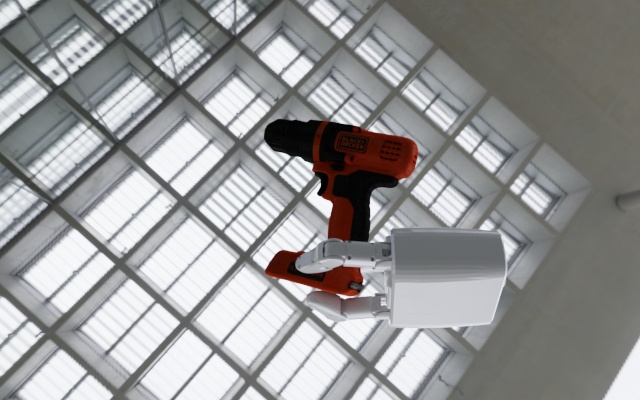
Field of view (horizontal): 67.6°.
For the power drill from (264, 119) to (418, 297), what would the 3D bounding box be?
[{"bbox_3d":[0.000,0.002,0.533,0.184,0.187,0.057,12,-7,22],"label":"power drill"}]
